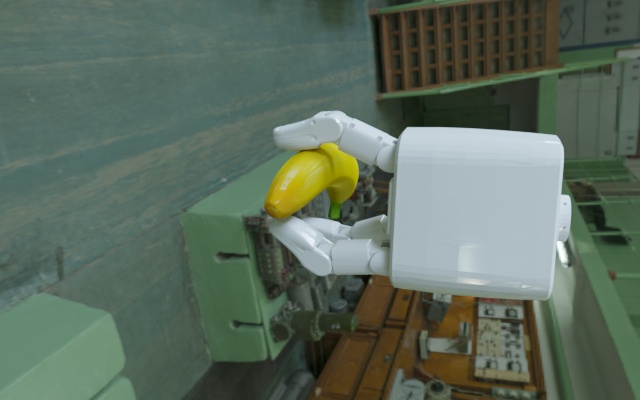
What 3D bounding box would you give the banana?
[{"bbox_3d":[0.004,-0.017,0.414,0.037,0.069,0.198,8,-1,17],"label":"banana"}]
